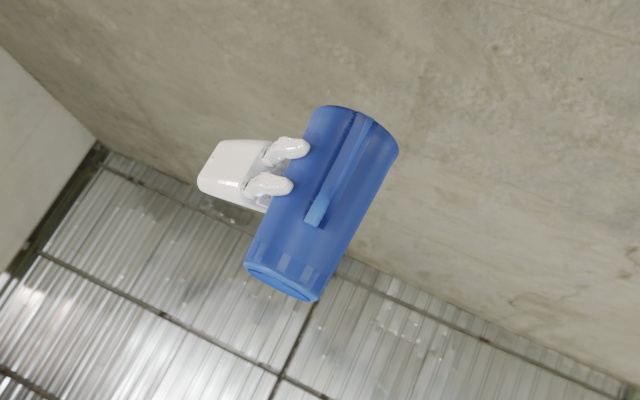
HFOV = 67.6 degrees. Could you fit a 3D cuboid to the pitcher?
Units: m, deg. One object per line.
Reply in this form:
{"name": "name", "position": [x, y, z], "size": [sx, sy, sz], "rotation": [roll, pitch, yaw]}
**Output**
{"name": "pitcher", "position": [0.000, 0.002, 0.627], "size": [0.145, 0.242, 0.149], "rotation": [12, -23, 40]}
